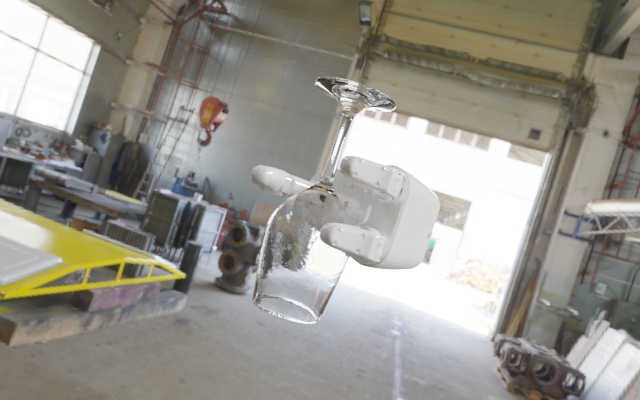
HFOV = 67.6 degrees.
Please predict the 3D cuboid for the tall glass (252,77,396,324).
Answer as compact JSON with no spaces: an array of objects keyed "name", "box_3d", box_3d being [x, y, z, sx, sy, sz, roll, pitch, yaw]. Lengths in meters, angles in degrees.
[{"name":"tall glass","box_3d":[0.000,0.001,0.418,0.079,0.201,0.079,18,-1,0]}]
